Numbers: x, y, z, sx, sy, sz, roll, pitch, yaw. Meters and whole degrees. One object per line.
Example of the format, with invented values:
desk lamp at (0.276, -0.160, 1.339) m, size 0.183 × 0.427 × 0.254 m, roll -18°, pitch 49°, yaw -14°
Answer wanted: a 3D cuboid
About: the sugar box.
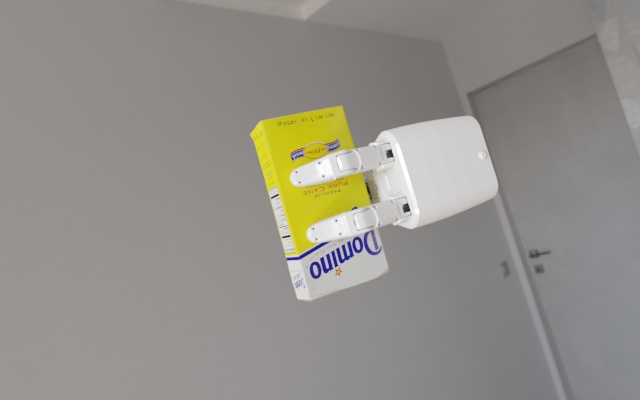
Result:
sugar box at (0.000, 0.001, 0.476) m, size 0.093 × 0.176 × 0.048 m, roll -16°, pitch -4°, yaw -23°
